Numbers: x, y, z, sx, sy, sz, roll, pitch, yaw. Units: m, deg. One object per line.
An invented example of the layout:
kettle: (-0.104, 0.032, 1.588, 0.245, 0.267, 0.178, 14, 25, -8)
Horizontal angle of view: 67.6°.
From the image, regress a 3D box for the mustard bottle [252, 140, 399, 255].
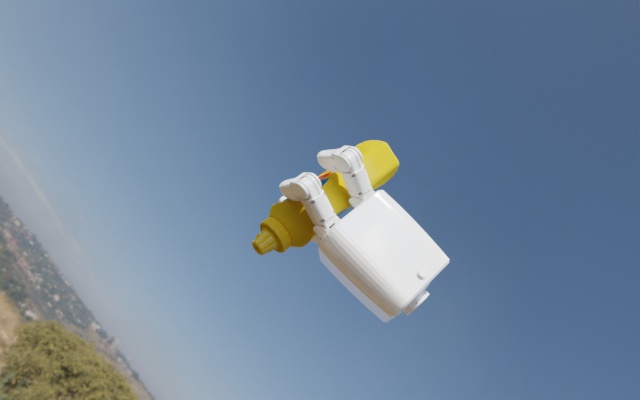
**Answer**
mustard bottle: (0.000, 0.001, 0.556, 0.191, 0.058, 0.096, -37, 9, -27)
